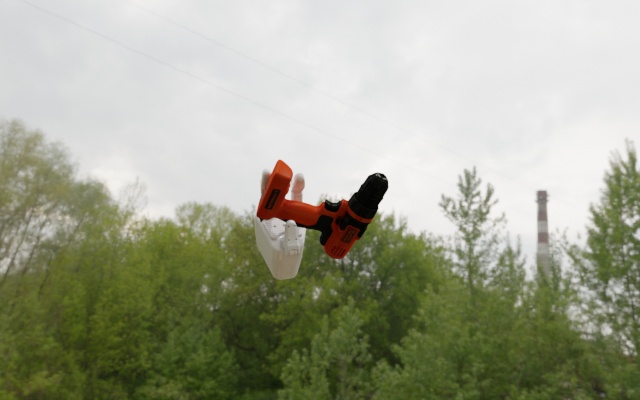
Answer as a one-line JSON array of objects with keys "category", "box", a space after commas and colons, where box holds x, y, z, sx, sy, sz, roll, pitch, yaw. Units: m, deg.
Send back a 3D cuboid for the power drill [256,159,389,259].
[{"category": "power drill", "box": [0.000, 0.003, 0.800, 0.187, 0.184, 0.057, 23, 30, -11]}]
